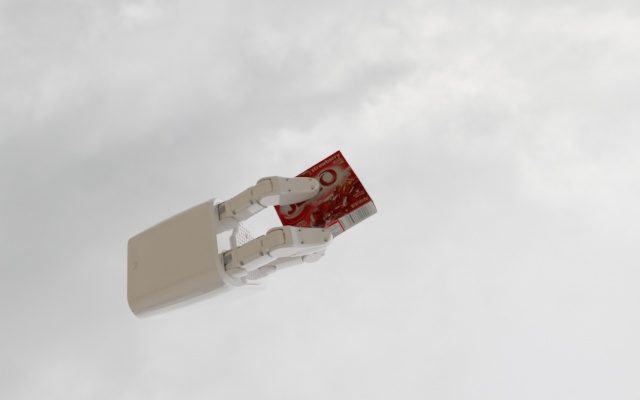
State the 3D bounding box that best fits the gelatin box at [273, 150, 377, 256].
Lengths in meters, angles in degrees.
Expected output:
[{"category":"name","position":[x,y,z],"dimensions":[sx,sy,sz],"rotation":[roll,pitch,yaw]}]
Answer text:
[{"category":"gelatin box","position":[0.001,0.002,0.478],"dimensions":[0.089,0.073,0.030],"rotation":[-30,-35,1]}]
